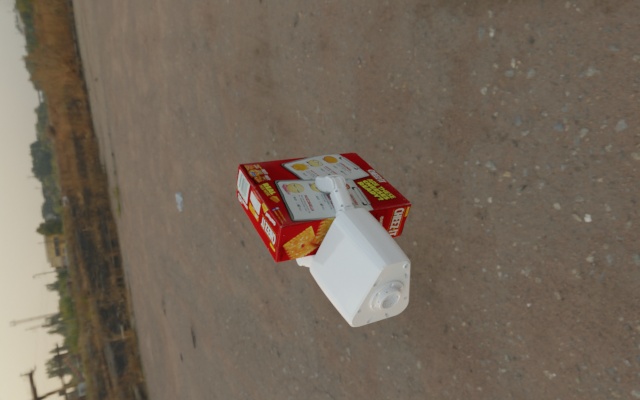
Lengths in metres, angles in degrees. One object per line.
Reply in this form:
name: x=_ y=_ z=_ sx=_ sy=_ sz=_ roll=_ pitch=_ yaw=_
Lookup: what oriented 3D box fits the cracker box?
cracker box: x=0.000 y=0.002 z=0.723 sx=0.213 sy=0.072 sz=0.164 roll=-8 pitch=37 yaw=-28
